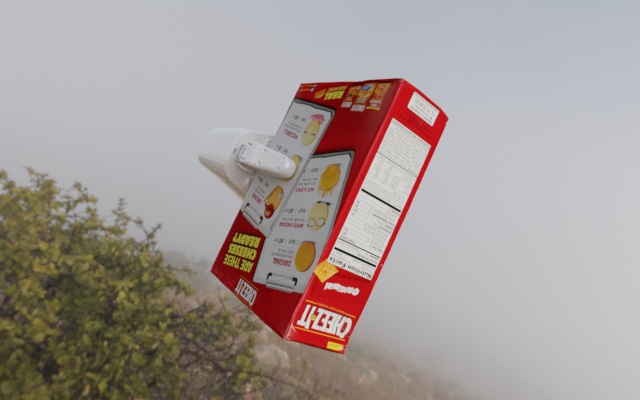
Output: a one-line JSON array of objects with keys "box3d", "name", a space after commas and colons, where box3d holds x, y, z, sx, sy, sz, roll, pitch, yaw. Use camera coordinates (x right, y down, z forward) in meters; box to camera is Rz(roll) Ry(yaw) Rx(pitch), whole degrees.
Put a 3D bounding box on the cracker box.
[{"box3d": [0.000, 0.001, 0.431, 0.072, 0.213, 0.164, 27, -4, -33], "name": "cracker box"}]
